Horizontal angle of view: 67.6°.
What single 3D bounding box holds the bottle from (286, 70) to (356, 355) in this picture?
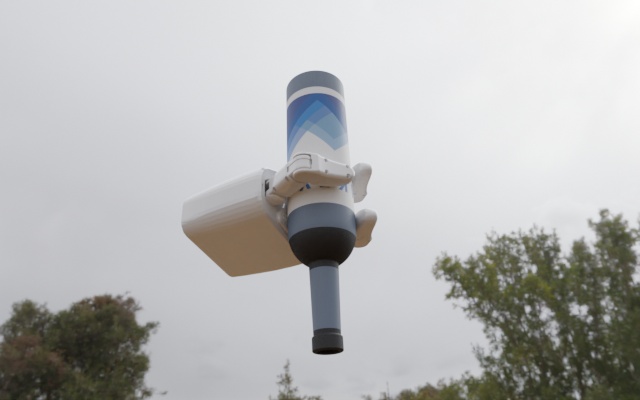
[{"bbox_3d":[0.000,0.001,0.480,0.069,0.295,0.069,-2,-29,-1],"label":"bottle"}]
